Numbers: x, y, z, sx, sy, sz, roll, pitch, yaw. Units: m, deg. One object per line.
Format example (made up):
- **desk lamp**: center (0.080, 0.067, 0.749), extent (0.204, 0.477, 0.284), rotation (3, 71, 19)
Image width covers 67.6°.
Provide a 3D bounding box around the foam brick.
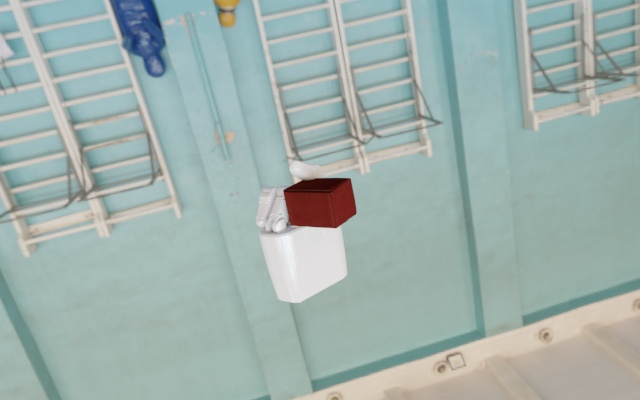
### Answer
- **foam brick**: center (0.000, 0.002, 0.626), extent (0.078, 0.051, 0.053), rotation (2, 21, 37)
